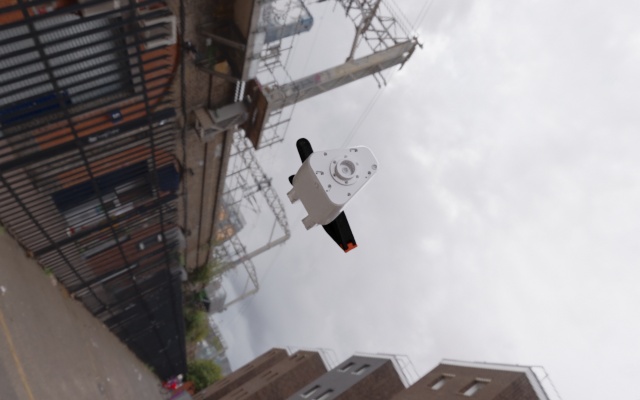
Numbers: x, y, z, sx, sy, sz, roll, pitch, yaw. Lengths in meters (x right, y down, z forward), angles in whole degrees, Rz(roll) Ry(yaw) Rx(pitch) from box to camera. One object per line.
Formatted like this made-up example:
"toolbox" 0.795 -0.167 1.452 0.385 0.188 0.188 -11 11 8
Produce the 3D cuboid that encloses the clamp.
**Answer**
"clamp" 0.001 0.003 0.881 0.036 0.210 0.164 -27 -8 -17
